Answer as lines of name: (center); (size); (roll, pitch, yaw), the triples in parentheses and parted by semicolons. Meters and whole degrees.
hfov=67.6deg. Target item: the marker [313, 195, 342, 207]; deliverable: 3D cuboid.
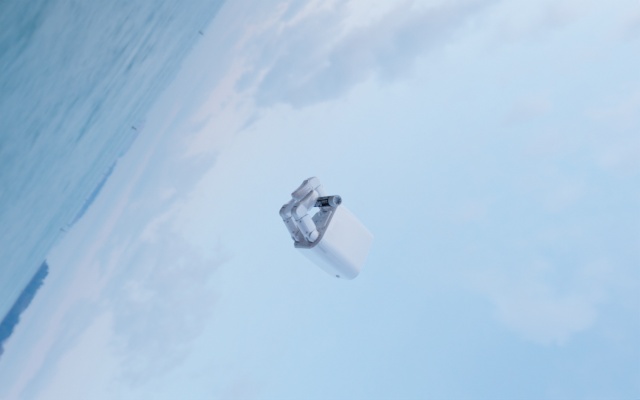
marker: (0.000, 0.003, 0.838); (0.020, 0.020, 0.121); (0, -3, -28)
